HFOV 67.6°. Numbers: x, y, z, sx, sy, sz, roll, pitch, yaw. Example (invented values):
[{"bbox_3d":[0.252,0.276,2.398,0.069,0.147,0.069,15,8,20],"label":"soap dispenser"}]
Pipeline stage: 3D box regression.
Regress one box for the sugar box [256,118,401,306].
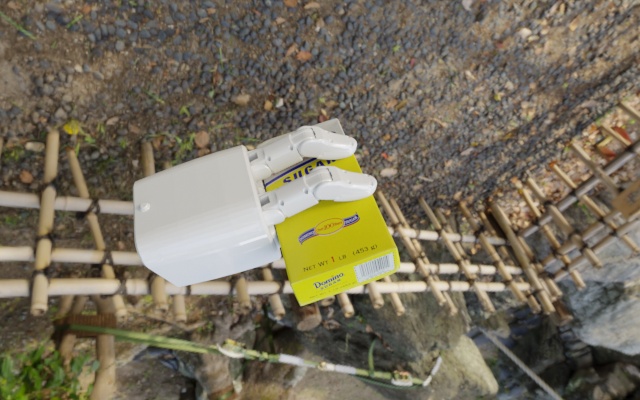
[{"bbox_3d":[0.000,0.001,0.448,0.093,0.176,0.048,-19,-39,-2],"label":"sugar box"}]
